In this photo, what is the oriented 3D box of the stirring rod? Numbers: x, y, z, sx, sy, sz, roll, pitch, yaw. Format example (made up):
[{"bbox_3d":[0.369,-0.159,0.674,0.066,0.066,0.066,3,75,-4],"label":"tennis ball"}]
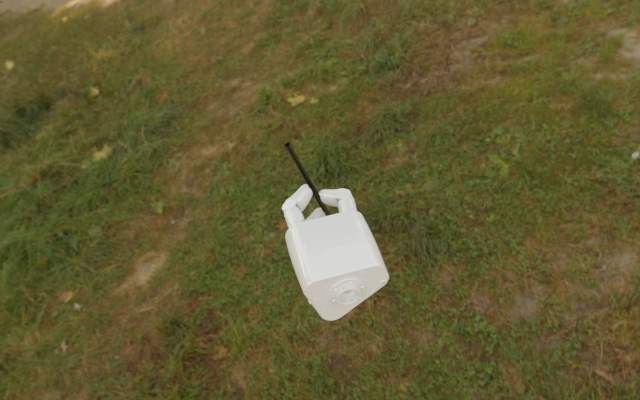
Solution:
[{"bbox_3d":[0.000,0.002,0.737,0.011,0.011,0.240,0,-42,31],"label":"stirring rod"}]
